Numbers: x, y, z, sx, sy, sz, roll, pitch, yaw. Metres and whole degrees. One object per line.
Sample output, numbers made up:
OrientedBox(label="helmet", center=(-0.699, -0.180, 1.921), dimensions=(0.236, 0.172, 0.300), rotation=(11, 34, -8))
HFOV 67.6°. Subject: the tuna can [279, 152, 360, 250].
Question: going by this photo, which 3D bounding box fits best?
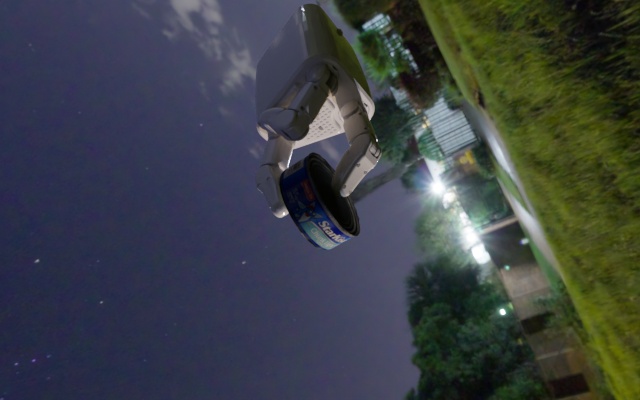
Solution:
OrientedBox(label="tuna can", center=(0.000, 0.002, 0.436), dimensions=(0.034, 0.086, 0.086), rotation=(-29, -10, 18))
